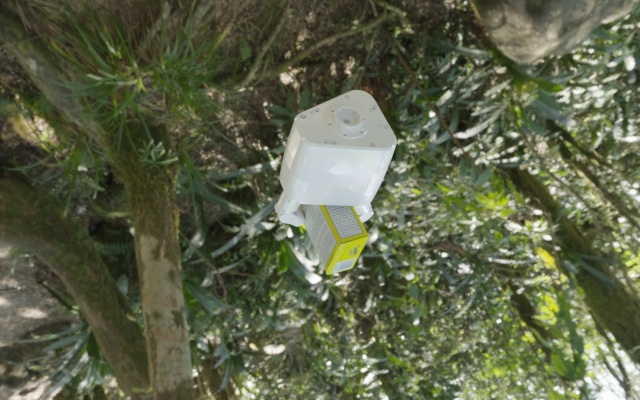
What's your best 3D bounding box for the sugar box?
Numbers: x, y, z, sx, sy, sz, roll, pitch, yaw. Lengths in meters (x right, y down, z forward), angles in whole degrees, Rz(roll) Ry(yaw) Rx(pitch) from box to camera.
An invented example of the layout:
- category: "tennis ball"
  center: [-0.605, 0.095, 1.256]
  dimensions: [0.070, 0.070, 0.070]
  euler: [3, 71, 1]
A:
- category: "sugar box"
  center: [0.001, 0.002, 0.644]
  dimensions: [0.048, 0.176, 0.093]
  euler: [-12, -30, -20]
